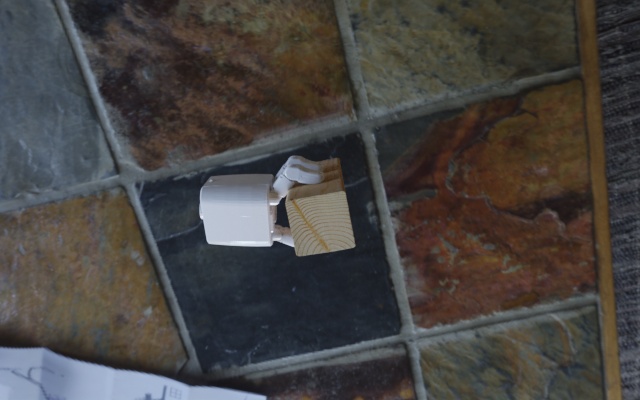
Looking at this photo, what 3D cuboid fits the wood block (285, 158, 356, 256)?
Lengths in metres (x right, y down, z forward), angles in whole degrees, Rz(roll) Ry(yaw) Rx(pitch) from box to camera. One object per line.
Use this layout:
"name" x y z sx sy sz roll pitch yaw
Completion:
"wood block" 0.000 0.003 0.782 0.090 0.091 0.206 -10 18 3
